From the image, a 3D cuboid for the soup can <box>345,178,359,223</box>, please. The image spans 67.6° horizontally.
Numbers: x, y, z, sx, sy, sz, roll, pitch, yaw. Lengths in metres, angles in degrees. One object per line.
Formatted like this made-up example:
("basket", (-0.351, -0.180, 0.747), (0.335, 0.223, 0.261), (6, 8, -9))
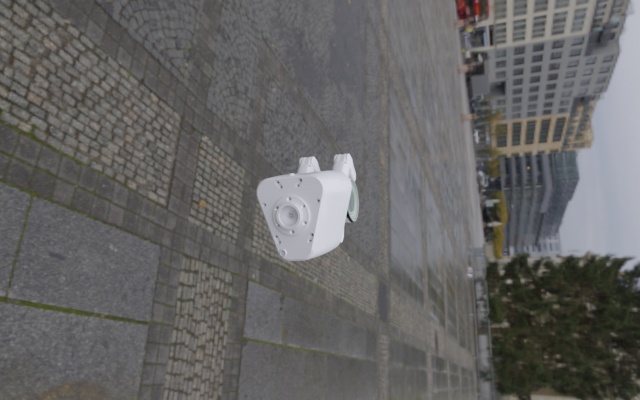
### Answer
("soup can", (0.001, 0.002, 0.720), (0.102, 0.068, 0.068), (-4, -2, 20))
